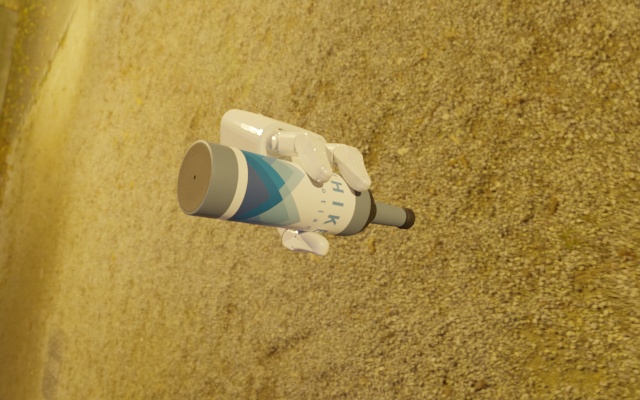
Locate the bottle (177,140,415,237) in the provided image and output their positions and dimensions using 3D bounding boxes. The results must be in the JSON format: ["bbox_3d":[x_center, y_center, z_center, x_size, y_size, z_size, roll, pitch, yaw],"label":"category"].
[{"bbox_3d":[0.000,0.002,0.508,0.296,0.069,0.069,11,-7,-41],"label":"bottle"}]
